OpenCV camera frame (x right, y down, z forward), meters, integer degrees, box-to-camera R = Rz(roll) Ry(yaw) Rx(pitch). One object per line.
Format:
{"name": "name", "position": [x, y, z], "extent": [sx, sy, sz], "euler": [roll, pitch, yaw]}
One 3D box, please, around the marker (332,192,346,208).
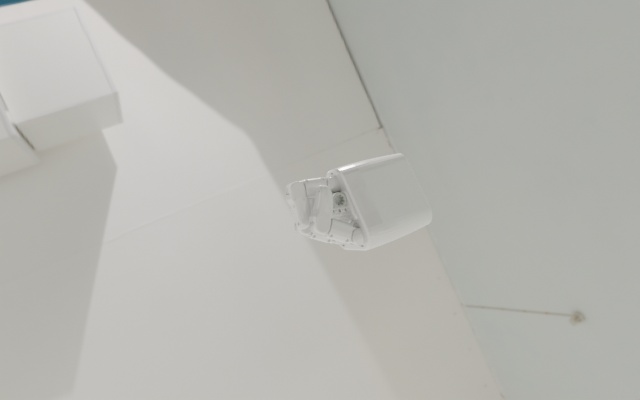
{"name": "marker", "position": [0.000, 0.002, 0.645], "extent": [0.020, 0.020, 0.121], "euler": [0, -3, -23]}
